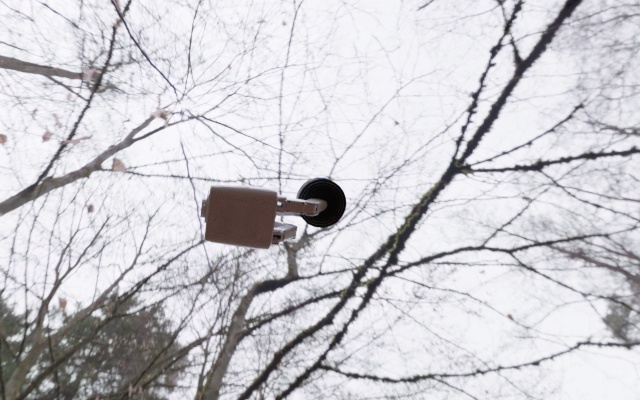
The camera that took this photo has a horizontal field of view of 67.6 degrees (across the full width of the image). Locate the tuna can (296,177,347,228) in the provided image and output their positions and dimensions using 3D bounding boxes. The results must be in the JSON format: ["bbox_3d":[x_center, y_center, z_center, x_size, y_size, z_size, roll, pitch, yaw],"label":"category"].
[{"bbox_3d":[0.000,0.003,0.830,0.086,0.086,0.033,0,10,-10],"label":"tuna can"}]
